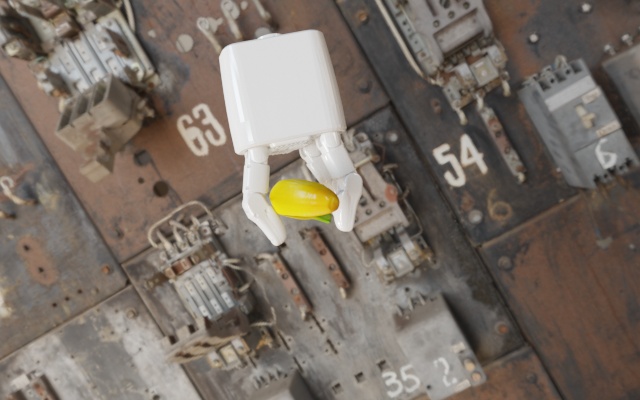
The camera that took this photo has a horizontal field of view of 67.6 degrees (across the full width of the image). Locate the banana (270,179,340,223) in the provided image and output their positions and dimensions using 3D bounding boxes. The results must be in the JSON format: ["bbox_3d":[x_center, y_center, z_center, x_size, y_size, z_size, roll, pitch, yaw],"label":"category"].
[{"bbox_3d":[-0.018,0.000,0.485,0.069,0.037,0.198,7,-4,0],"label":"banana"}]
